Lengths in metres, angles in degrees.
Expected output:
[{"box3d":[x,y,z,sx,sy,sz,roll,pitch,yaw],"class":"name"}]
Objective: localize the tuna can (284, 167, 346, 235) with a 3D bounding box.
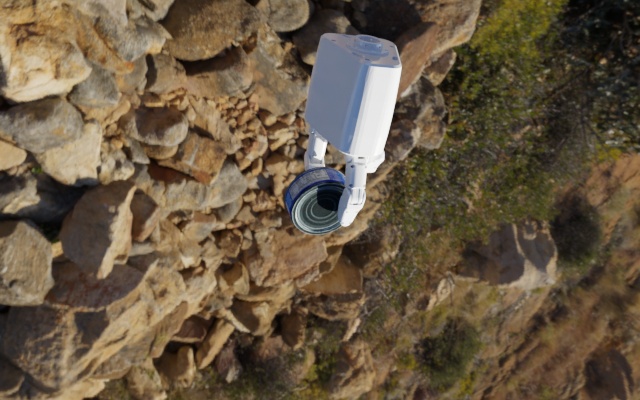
[{"box3d":[0.000,0.002,0.600,0.086,0.086,0.033,0,38,-20],"class":"tuna can"}]
